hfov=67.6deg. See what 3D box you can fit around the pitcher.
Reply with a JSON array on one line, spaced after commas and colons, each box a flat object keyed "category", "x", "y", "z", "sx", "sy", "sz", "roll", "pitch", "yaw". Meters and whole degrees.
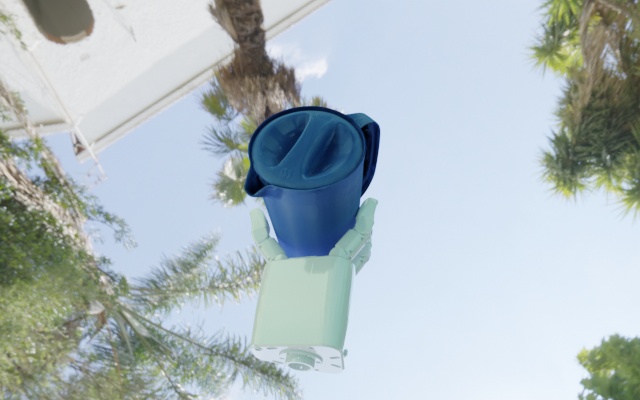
[{"category": "pitcher", "x": 0.000, "y": 0.002, "z": 0.628, "sx": 0.149, "sy": 0.145, "sz": 0.243, "roll": 2, "pitch": -37, "yaw": 6}]
